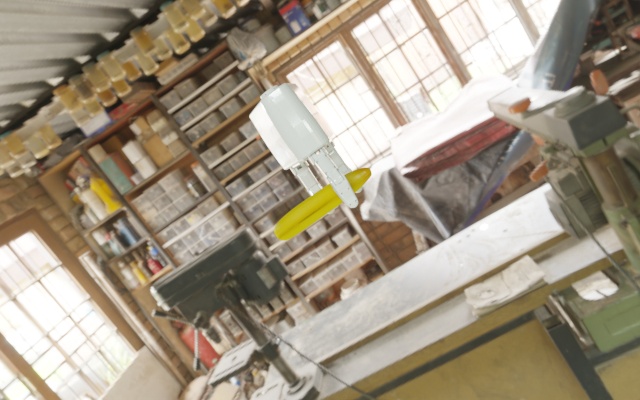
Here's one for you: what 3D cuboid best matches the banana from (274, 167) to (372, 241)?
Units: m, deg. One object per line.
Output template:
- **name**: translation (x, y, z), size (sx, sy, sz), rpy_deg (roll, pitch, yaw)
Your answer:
- **banana**: translation (-0.007, 0.009, 0.743), size (0.198, 0.037, 0.069), rpy_deg (-35, 4, 21)
